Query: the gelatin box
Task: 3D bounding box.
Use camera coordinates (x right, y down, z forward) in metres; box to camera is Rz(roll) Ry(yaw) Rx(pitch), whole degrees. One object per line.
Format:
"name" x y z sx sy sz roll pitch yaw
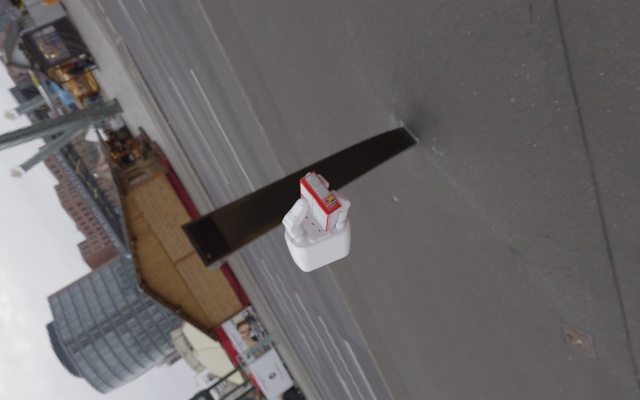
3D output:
"gelatin box" 0.000 0.003 0.770 0.030 0.073 0.089 -34 -16 -13
